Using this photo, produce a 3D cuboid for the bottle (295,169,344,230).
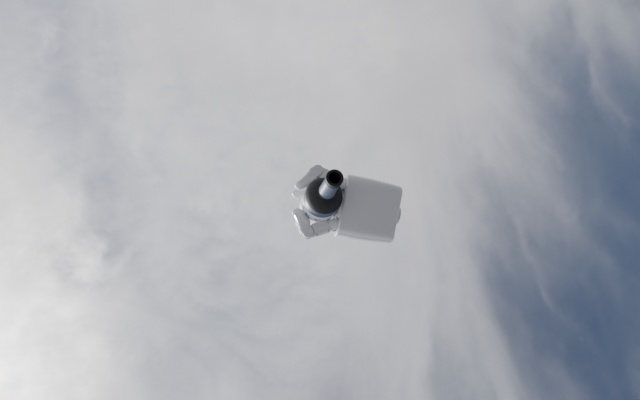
[{"bbox_3d":[0.000,0.003,0.862,0.069,0.069,0.296,0,-15,-9],"label":"bottle"}]
